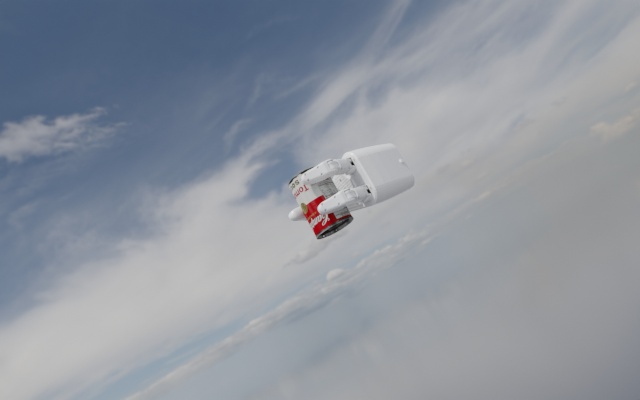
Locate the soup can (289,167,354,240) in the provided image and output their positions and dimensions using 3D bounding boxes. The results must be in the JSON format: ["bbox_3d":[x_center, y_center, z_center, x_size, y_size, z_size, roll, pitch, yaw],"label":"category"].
[{"bbox_3d":[0.000,0.002,0.775,0.068,0.102,0.068,-27,-13,-7],"label":"soup can"}]
